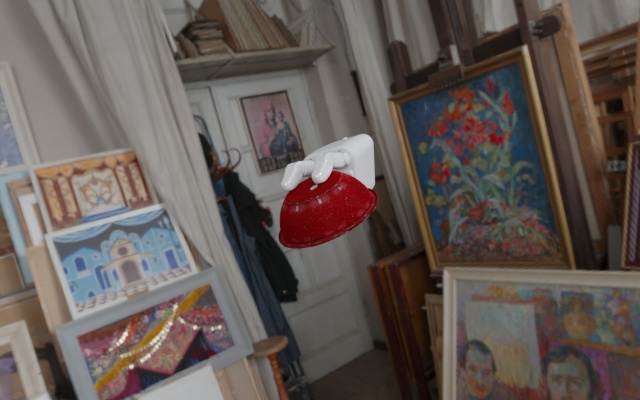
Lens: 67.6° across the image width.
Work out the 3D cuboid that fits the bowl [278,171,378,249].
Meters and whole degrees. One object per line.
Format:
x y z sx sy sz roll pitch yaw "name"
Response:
0.000 0.003 0.701 0.162 0.055 0.162 -22 22 9 "bowl"
